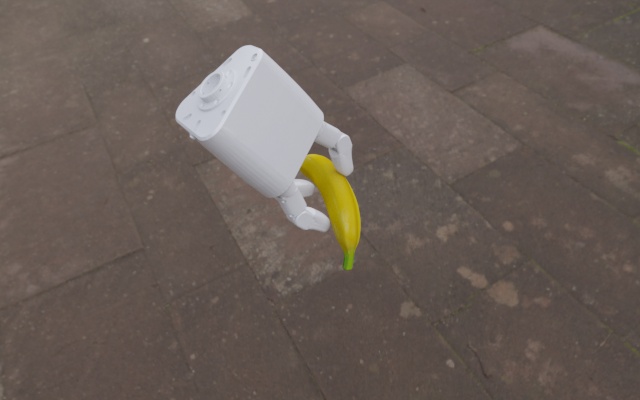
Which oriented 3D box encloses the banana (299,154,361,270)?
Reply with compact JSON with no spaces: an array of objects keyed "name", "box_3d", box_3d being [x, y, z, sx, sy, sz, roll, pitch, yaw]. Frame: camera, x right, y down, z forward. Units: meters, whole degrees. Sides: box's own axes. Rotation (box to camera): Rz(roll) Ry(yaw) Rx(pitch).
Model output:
[{"name":"banana","box_3d":[0.010,-0.009,0.604,0.037,0.070,0.197,11,38,-31]}]
